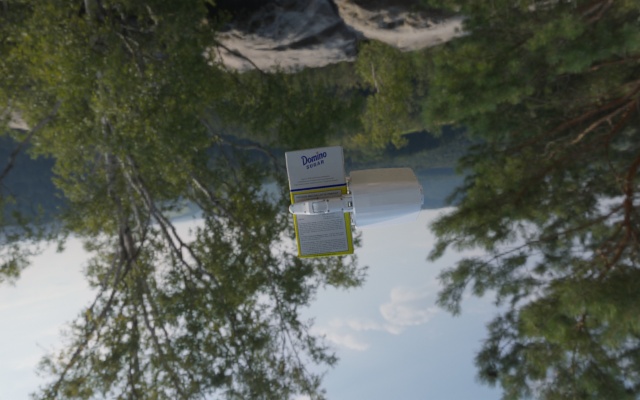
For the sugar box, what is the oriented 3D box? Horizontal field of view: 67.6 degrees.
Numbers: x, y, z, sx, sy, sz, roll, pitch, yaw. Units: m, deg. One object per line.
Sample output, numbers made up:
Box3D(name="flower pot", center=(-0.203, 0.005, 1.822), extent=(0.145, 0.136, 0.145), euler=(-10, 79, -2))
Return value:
Box3D(name="sugar box", center=(0.000, 0.003, 0.780), extent=(0.093, 0.176, 0.048), euler=(-6, 2, 6))
